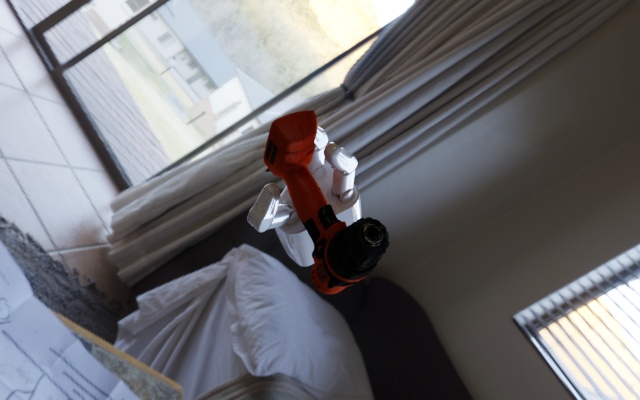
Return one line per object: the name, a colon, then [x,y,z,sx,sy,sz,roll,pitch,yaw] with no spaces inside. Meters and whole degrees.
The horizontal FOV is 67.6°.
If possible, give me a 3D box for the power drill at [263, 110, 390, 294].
power drill: [0.000,0.001,0.512,0.057,0.187,0.184,-17,-17,-20]
